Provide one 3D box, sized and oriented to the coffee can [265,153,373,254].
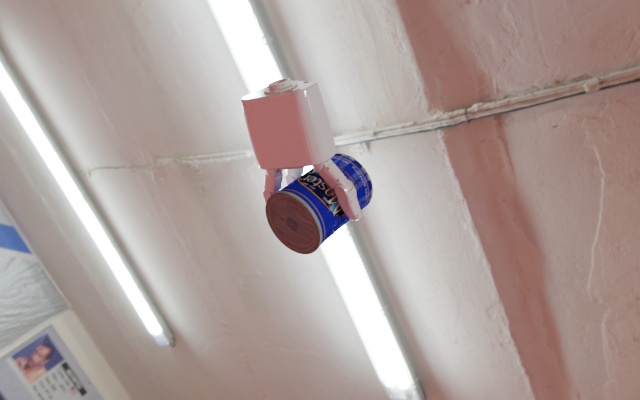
[{"bbox_3d":[0.000,0.003,0.732,0.103,0.103,0.140,0,28,43],"label":"coffee can"}]
